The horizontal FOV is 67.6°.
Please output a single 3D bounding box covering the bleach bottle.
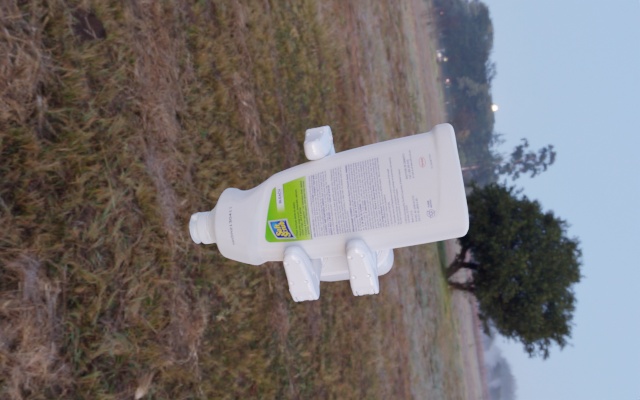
[{"bbox_3d":[0.000,0.002,0.441,0.251,0.102,0.068,-8,-15,11],"label":"bleach bottle"}]
